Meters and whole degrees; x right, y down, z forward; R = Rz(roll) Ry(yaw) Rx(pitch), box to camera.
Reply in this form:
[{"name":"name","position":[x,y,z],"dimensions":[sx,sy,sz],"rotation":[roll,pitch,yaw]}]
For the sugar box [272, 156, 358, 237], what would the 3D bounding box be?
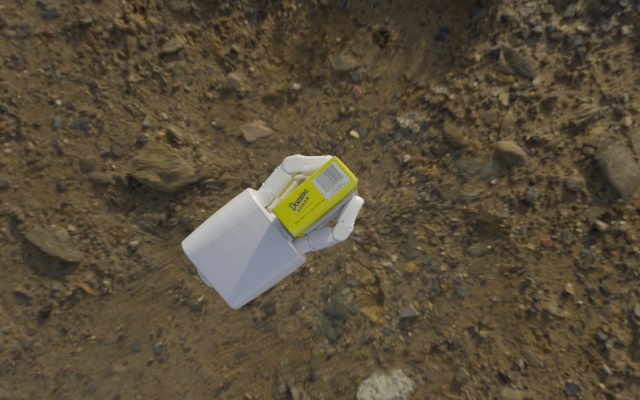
[{"name":"sugar box","position":[0.000,0.002,0.593],"dimensions":[0.093,0.048,0.176],"rotation":[-40,-4,0]}]
